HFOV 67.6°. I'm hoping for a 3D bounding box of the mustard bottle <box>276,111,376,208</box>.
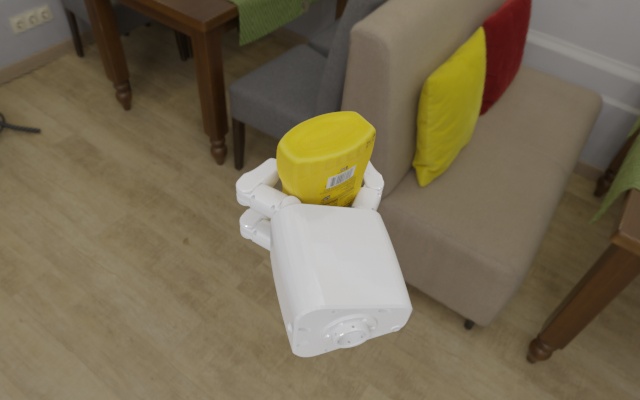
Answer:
[{"bbox_3d":[0.000,0.001,0.505,0.096,0.192,0.058,-28,57,-26],"label":"mustard bottle"}]
